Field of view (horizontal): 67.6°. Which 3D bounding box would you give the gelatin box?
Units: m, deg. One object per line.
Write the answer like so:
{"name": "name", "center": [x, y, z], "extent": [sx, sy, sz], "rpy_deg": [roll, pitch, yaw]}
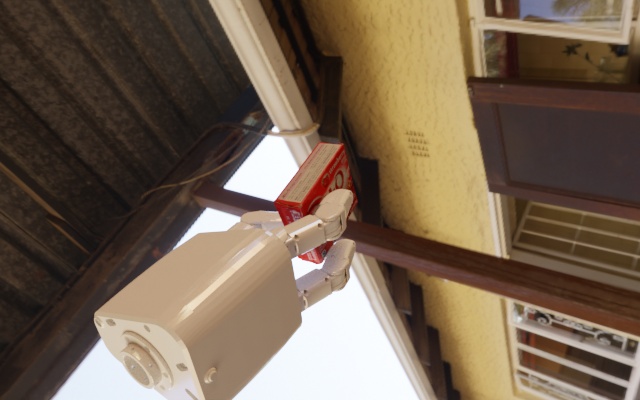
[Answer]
{"name": "gelatin box", "center": [0.000, 0.001, 0.439], "extent": [0.030, 0.073, 0.089], "rpy_deg": [8, 46, 28]}
